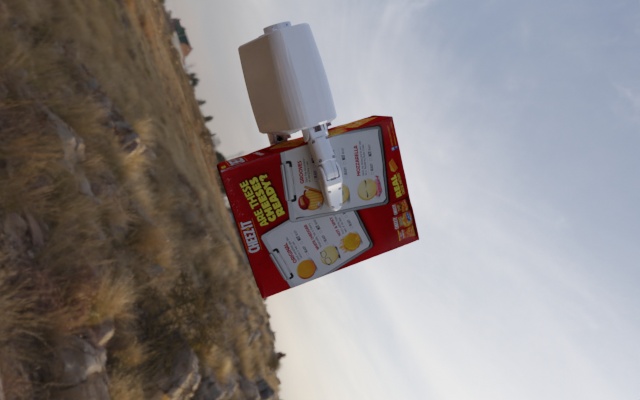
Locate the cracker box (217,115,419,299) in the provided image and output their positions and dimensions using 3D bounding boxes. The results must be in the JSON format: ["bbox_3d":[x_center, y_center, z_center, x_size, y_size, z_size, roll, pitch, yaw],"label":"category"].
[{"bbox_3d":[0.000,0.002,0.592,0.213,0.164,0.072,-19,16,-12],"label":"cracker box"}]
